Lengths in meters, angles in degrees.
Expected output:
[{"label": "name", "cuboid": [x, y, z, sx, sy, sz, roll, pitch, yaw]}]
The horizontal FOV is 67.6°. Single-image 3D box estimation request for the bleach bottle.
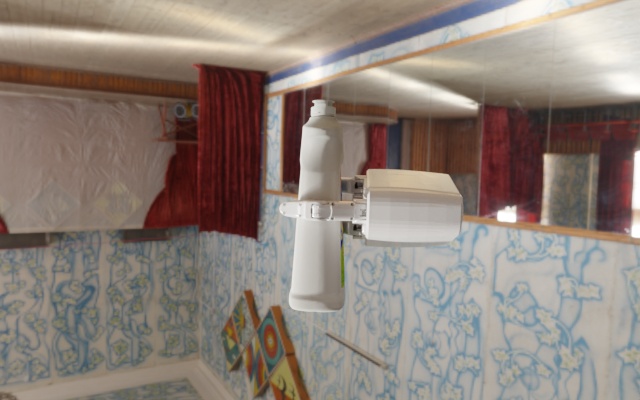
[{"label": "bleach bottle", "cuboid": [0.000, 0.002, 0.593, 0.068, 0.251, 0.102, 2, 3, 3]}]
